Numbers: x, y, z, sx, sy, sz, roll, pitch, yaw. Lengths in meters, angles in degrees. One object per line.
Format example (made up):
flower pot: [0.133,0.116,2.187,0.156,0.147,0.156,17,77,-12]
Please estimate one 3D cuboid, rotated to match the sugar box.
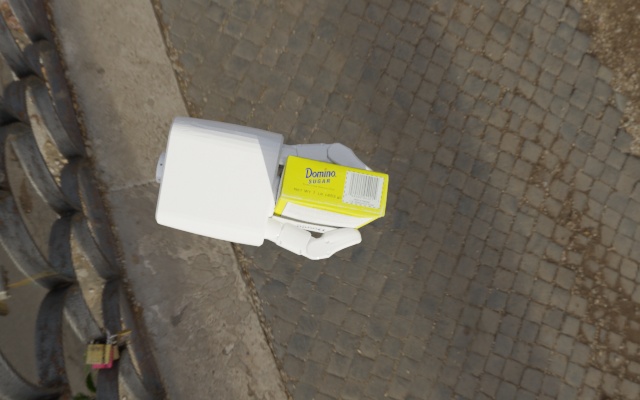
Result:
sugar box: [0.000,0.001,0.492,0.093,0.048,0.176,11,-9,-7]
